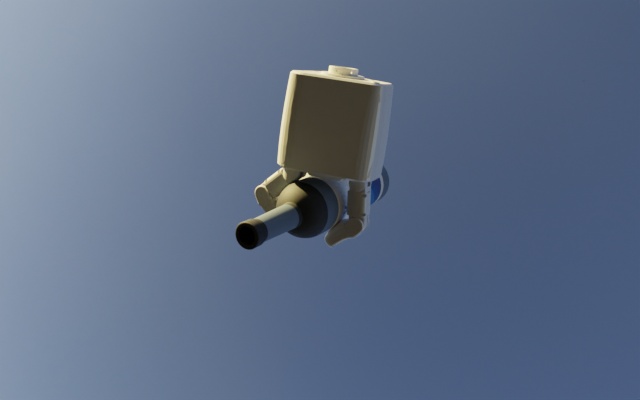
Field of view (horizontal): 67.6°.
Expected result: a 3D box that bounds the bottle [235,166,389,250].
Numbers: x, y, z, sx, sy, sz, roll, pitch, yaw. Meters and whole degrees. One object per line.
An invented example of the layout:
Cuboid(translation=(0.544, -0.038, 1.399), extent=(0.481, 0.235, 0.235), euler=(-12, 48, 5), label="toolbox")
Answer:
Cuboid(translation=(0.000, 0.002, 0.571), extent=(0.069, 0.069, 0.295), euler=(0, 12, 29), label="bottle")
